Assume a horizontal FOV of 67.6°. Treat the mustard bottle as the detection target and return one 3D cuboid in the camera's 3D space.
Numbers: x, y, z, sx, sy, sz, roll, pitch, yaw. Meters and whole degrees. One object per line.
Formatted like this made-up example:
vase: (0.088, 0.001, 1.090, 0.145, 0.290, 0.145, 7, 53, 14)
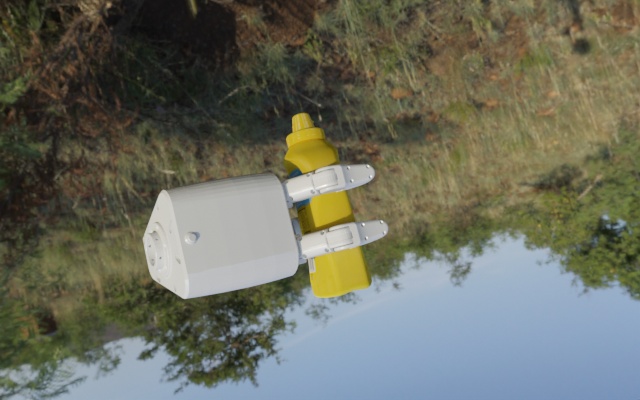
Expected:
mustard bottle: (0.000, 0.002, 0.499, 0.058, 0.191, 0.096, -12, -7, -12)
